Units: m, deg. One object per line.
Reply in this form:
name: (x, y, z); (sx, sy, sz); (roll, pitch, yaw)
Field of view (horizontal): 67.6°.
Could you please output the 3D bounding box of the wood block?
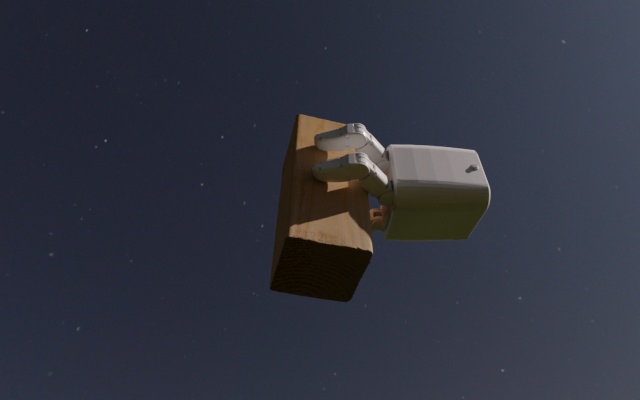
wood block: (0.000, 0.002, 0.554); (0.090, 0.091, 0.206); (11, 42, -9)
